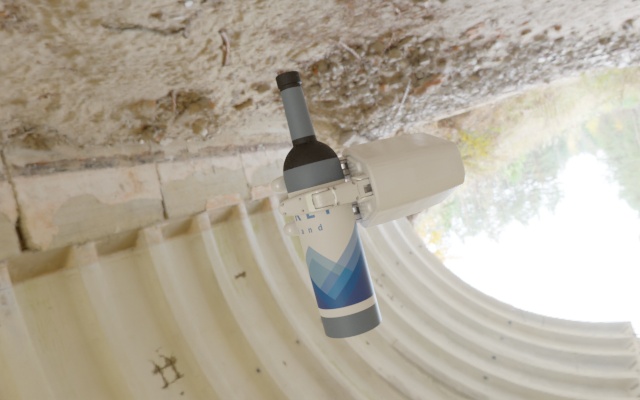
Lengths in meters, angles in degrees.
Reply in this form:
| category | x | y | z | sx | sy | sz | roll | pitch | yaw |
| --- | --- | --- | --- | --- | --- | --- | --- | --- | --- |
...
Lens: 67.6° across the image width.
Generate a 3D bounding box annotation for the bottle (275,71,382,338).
| category | x | y | z | sx | sy | sz | roll | pitch | yaw |
| --- | --- | --- | --- | --- | --- | --- | --- | --- | --- |
| bottle | 0.000 | 0.002 | 0.538 | 0.069 | 0.296 | 0.069 | -15 | 2 | 1 |
